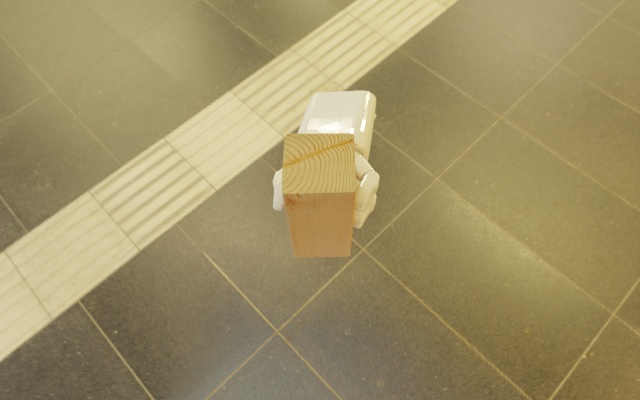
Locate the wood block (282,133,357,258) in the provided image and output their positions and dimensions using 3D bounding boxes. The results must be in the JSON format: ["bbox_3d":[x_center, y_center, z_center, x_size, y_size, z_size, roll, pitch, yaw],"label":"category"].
[{"bbox_3d":[0.000,0.002,0.674,0.091,0.090,0.206,-1,-28,1],"label":"wood block"}]
